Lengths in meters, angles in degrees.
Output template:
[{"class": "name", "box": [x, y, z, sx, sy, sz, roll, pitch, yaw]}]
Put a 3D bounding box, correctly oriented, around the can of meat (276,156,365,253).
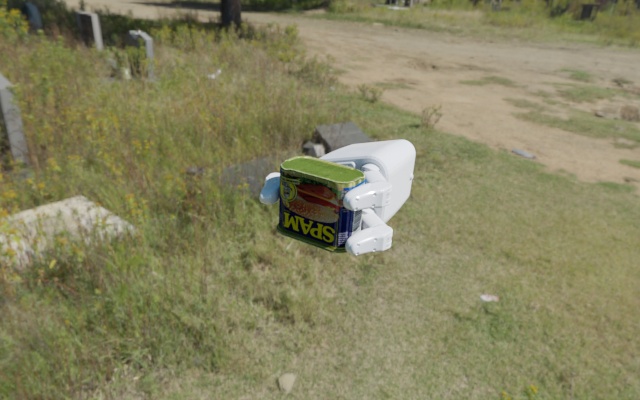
[{"class": "can of meat", "box": [0.000, 0.001, 0.546, 0.102, 0.084, 0.057, 17, 28, 28]}]
